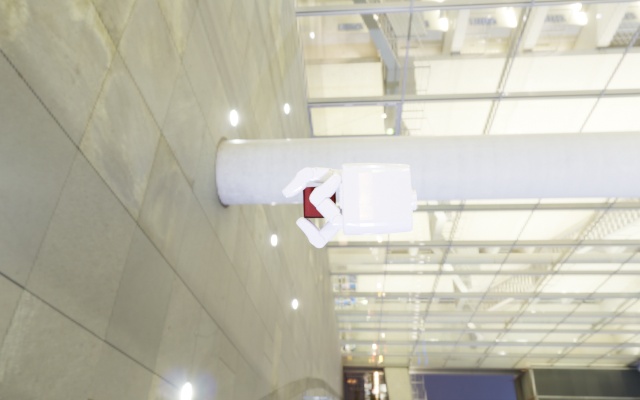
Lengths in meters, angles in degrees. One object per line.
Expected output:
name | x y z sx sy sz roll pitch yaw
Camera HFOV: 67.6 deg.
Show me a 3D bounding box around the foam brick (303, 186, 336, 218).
foam brick | 0.000 0.003 0.799 0.051 0.053 0.078 -2 2 4
